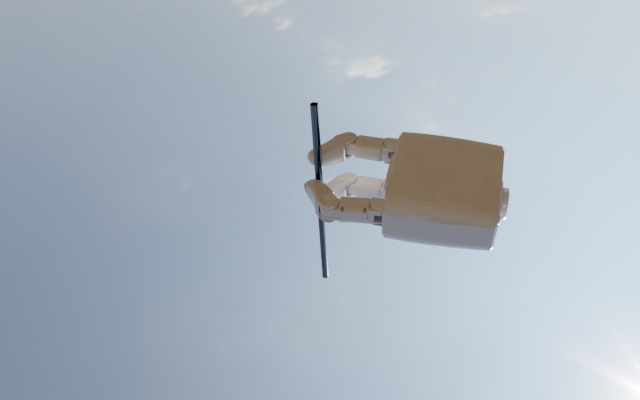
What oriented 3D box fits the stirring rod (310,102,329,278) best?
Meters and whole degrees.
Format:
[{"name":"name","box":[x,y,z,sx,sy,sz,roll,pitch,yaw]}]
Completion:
[{"name":"stirring rod","box":[0.000,0.002,0.532,0.011,0.240,0.011,-2,39,2]}]
